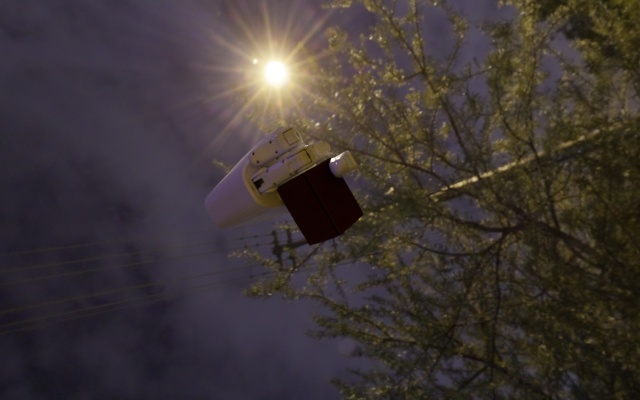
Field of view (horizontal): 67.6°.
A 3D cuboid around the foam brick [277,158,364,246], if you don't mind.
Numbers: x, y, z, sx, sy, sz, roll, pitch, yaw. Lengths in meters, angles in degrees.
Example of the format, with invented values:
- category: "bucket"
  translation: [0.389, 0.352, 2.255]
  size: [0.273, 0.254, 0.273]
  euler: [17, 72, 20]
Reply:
- category: "foam brick"
  translation: [0.000, 0.002, 0.534]
  size: [0.051, 0.078, 0.053]
  euler: [-27, 4, 43]
